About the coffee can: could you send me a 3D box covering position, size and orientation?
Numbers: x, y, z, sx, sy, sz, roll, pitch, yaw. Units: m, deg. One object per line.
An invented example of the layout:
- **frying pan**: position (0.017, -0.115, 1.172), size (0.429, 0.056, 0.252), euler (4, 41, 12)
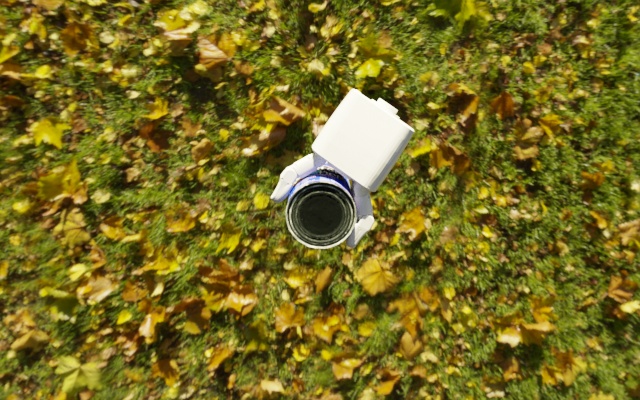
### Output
- **coffee can**: position (0.000, 0.003, 0.747), size (0.103, 0.103, 0.140), euler (0, 17, -1)
